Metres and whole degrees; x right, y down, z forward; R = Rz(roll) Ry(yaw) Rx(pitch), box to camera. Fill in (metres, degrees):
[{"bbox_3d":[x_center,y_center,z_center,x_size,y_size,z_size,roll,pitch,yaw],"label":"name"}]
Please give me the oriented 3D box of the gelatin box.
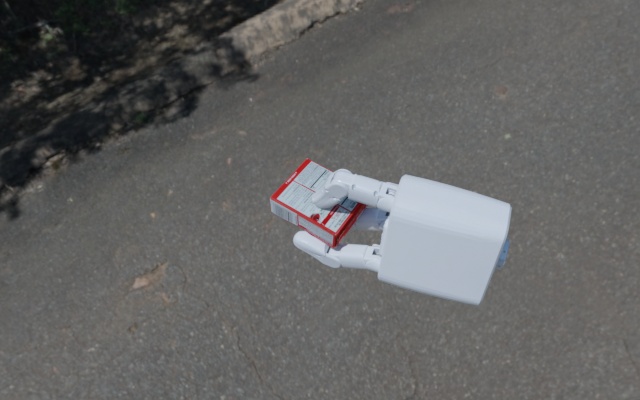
[{"bbox_3d":[0.000,0.001,0.532,0.089,0.073,0.030,29,-33,17],"label":"gelatin box"}]
